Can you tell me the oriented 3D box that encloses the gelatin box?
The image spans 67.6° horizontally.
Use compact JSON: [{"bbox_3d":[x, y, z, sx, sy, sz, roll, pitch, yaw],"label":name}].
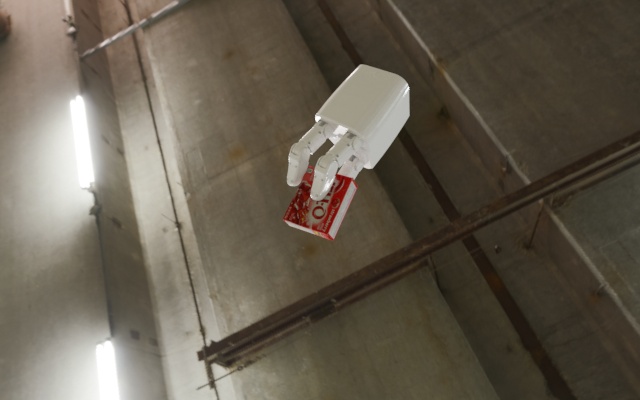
[{"bbox_3d":[0.000,0.003,0.660,0.073,0.089,0.030,18,-16,27],"label":"gelatin box"}]
